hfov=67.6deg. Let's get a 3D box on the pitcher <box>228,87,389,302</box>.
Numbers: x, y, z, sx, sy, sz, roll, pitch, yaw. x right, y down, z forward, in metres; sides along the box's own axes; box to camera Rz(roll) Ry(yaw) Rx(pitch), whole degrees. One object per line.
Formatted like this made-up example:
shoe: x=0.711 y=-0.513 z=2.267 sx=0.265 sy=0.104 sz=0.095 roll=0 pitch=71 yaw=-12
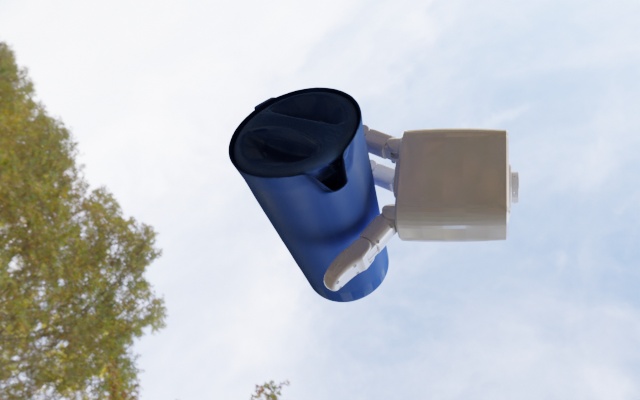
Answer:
pitcher: x=0.000 y=0.002 z=0.540 sx=0.145 sy=0.149 sz=0.243 roll=1 pitch=-42 yaw=21
